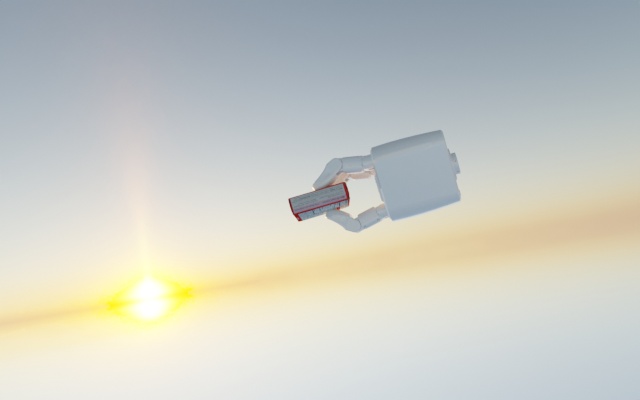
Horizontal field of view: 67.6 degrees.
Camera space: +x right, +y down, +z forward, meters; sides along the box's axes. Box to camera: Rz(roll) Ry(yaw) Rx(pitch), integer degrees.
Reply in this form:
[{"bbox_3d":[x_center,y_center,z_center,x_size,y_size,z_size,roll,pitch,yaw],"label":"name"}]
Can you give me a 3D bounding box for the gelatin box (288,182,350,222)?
[{"bbox_3d":[0.000,0.003,0.725,0.089,0.030,0.073,-17,-10,1],"label":"gelatin box"}]
